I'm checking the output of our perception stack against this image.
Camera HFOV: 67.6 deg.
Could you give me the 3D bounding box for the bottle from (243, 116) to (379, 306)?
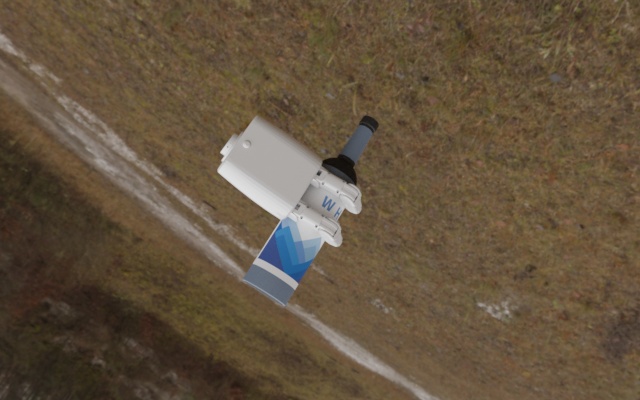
[{"bbox_3d":[0.000,0.002,0.670,0.069,0.295,0.069,29,-16,9],"label":"bottle"}]
